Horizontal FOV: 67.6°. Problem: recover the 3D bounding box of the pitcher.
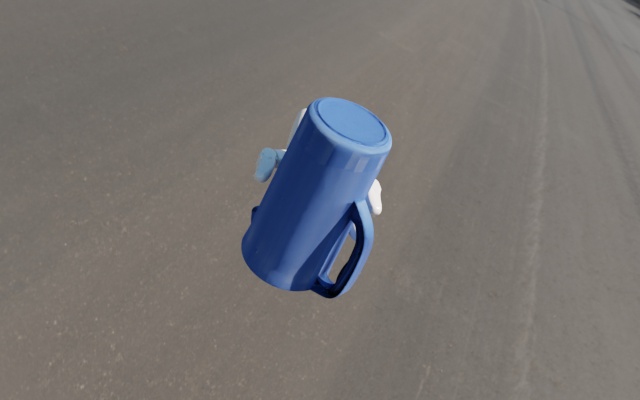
[{"bbox_3d":[0.000,0.002,0.614,0.149,0.243,0.145,19,37,-11],"label":"pitcher"}]
